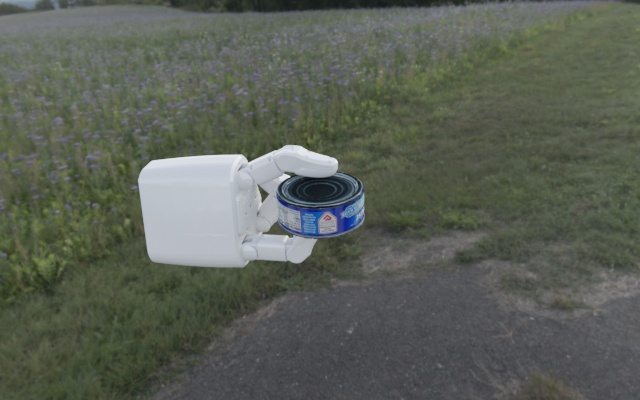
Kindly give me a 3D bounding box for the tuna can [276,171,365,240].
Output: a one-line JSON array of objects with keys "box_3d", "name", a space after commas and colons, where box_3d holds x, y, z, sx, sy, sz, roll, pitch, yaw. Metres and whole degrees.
[{"box_3d": [0.000, 0.001, 0.463, 0.086, 0.034, 0.086, -2, 27, 1], "name": "tuna can"}]
